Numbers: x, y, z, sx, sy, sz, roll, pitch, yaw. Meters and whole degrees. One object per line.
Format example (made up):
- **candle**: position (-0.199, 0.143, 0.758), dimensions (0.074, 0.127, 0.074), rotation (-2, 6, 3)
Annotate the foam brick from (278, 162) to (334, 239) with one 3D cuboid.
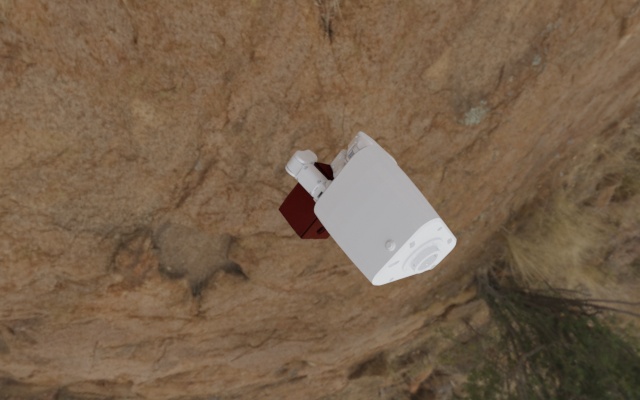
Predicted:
- **foam brick**: position (0.000, 0.002, 0.558), dimensions (0.053, 0.078, 0.051), rotation (5, 40, -54)
